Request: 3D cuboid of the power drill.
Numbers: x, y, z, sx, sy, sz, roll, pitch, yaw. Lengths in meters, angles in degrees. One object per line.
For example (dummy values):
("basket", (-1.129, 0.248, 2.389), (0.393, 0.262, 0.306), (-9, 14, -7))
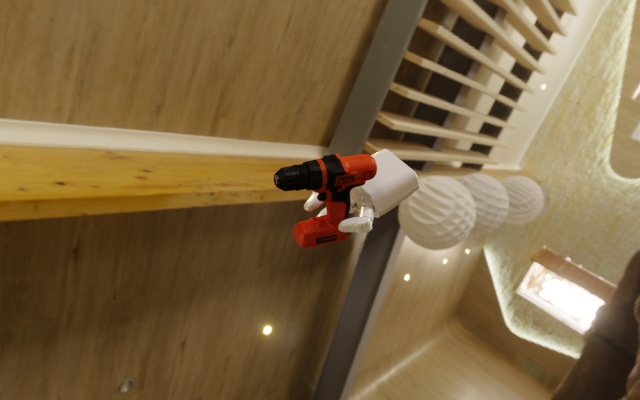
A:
("power drill", (0.000, 0.003, 0.849), (0.184, 0.057, 0.188), (-8, -42, -20))
